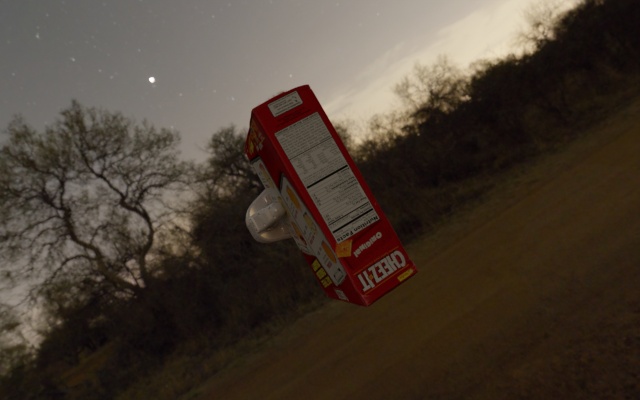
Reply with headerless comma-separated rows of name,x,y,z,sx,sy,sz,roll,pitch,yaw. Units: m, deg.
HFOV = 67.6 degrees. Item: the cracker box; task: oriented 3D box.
cracker box,0.000,0.002,0.521,0.072,0.213,0.164,-30,-1,-14
